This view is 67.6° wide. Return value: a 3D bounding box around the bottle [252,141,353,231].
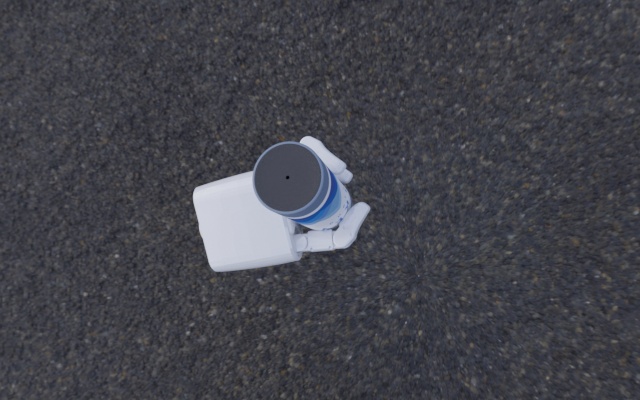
[{"bbox_3d":[0.000,0.002,0.565,0.069,0.069,0.296,0,-9,12],"label":"bottle"}]
